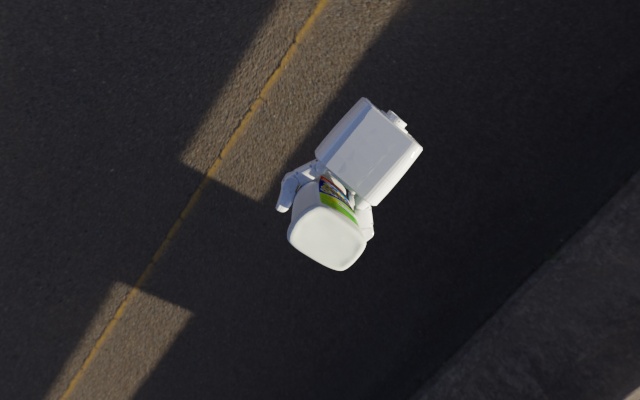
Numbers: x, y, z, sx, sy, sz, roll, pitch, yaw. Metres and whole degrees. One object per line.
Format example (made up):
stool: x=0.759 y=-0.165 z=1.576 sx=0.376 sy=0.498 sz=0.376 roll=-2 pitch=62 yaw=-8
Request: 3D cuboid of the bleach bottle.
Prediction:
bleach bottle: x=0.000 y=0.002 z=0.709 sx=0.102 sy=0.068 sz=0.250 roll=34 pitch=16 yaw=-17
